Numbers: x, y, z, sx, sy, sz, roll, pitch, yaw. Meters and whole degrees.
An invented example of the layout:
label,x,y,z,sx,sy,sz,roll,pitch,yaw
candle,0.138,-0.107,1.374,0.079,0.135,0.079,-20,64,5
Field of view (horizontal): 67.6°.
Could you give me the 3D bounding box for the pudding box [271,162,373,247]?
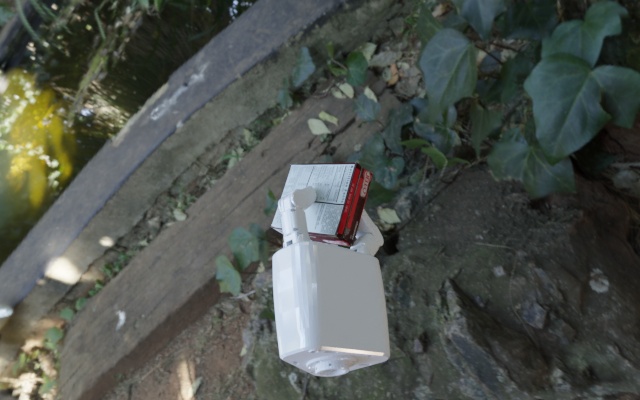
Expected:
label,x,y,z,sx,sy,sz,roll,pitch,yaw
pudding box,0.000,0.002,0.567,0.113,0.090,0.039,4,-19,42
